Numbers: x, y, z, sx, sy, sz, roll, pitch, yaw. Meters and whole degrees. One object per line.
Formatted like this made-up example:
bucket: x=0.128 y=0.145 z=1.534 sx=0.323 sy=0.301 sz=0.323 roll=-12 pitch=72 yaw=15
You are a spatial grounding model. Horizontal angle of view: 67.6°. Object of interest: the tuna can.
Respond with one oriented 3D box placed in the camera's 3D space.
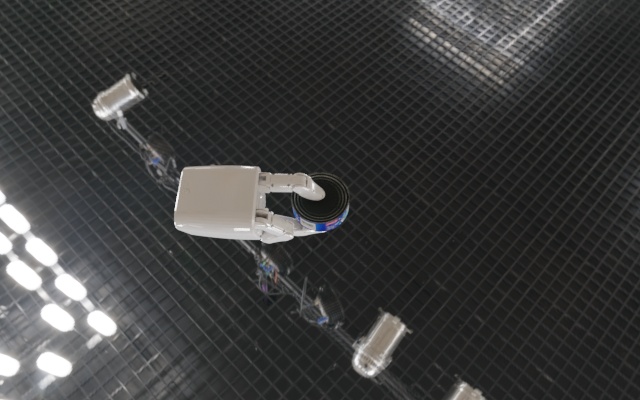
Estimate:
tuna can: x=0.000 y=0.003 z=0.707 sx=0.086 sy=0.086 sz=0.034 roll=0 pitch=-29 yaw=2
